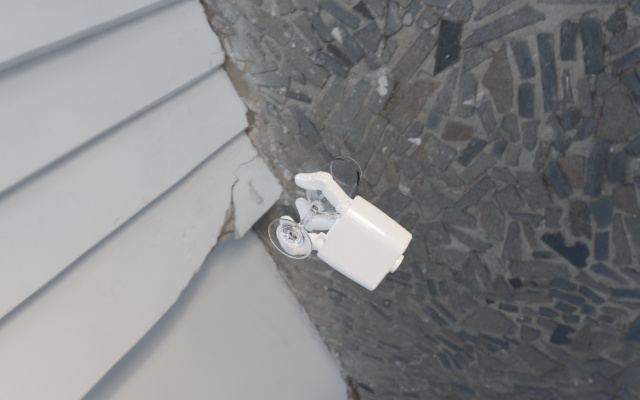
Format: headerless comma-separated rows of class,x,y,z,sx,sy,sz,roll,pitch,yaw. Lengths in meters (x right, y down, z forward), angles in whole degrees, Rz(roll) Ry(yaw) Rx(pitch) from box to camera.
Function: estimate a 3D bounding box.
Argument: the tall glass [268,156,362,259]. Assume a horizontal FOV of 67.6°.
tall glass,0.000,0.003,0.771,0.079,0.079,0.201,0,34,33
